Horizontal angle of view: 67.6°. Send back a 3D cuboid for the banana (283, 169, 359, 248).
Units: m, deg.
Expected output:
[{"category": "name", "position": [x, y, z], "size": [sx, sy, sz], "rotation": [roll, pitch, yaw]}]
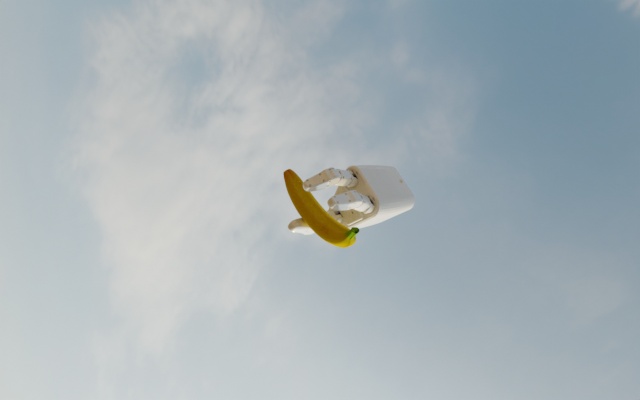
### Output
[{"category": "banana", "position": [-0.001, 0.020, 0.758], "size": [0.037, 0.070, 0.197], "rotation": [-15, 38, -34]}]
